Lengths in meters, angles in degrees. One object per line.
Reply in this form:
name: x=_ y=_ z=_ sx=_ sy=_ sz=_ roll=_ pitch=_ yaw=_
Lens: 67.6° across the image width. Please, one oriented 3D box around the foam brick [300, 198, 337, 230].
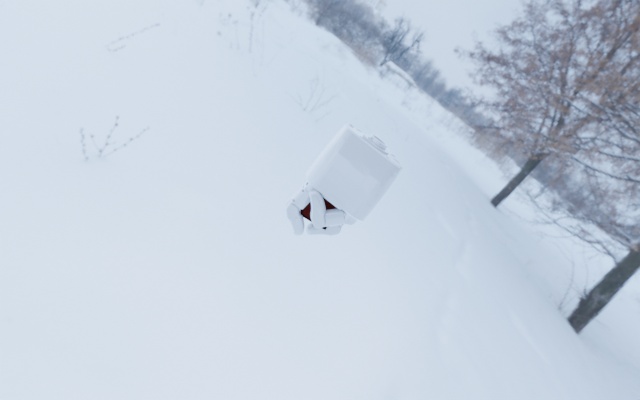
foam brick: x=0.000 y=0.003 z=0.802 sx=0.053 sy=0.051 sz=0.078 roll=32 pitch=17 yaw=-16
